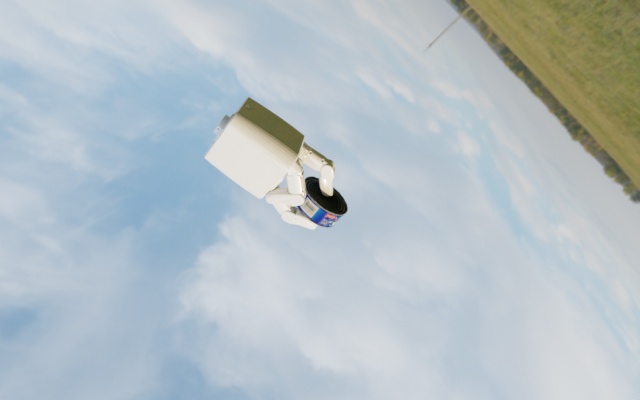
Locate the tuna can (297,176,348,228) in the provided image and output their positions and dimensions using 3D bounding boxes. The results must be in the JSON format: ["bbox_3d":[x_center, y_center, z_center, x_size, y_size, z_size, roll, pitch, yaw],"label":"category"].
[{"bbox_3d":[0.000,0.003,0.771,0.086,0.086,0.034,0,-44,-52],"label":"tuna can"}]
